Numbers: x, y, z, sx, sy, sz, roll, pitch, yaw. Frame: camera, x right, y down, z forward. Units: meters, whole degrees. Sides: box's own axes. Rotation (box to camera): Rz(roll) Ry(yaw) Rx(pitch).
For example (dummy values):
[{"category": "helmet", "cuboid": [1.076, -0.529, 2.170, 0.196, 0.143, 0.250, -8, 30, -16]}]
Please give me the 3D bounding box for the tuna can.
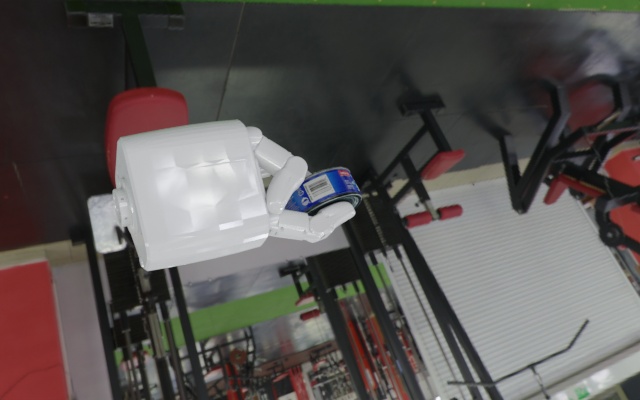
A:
[{"category": "tuna can", "cuboid": [0.000, 0.002, 0.506, 0.086, 0.033, 0.086, -24, -19, -9]}]
